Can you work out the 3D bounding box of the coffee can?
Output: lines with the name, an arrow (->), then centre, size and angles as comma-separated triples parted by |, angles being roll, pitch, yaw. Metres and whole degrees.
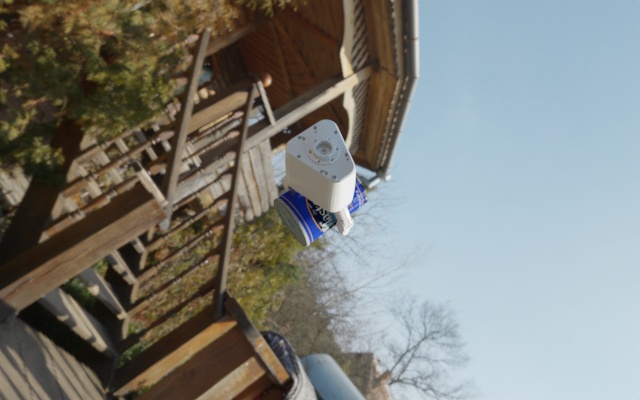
coffee can -> 0.000, 0.003, 0.873 | 0.140, 0.103, 0.103 | -35, 10, -15
